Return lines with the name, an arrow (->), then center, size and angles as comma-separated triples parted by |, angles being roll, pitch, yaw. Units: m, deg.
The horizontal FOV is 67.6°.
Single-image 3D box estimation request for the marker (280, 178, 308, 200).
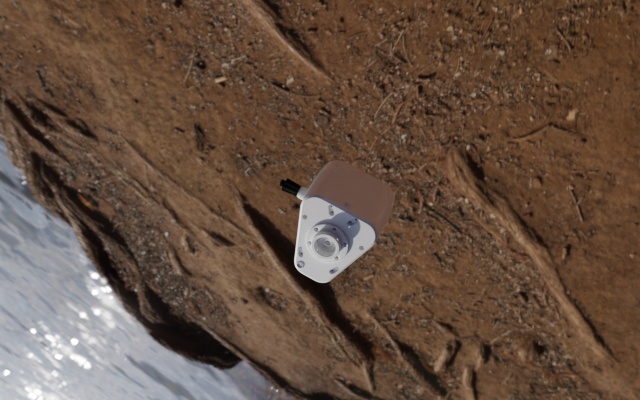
marker -> 0.000, 0.002, 0.644 | 0.121, 0.020, 0.020 | 27, 2, 4
